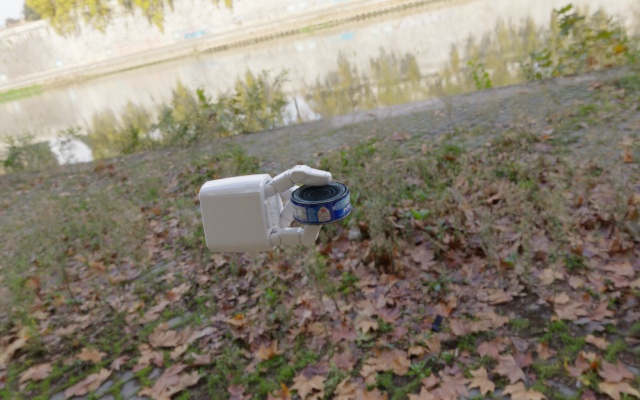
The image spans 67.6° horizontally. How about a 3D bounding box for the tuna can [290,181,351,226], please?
[{"bbox_3d":[0.000,0.002,0.686,0.086,0.034,0.086,-6,23,3],"label":"tuna can"}]
